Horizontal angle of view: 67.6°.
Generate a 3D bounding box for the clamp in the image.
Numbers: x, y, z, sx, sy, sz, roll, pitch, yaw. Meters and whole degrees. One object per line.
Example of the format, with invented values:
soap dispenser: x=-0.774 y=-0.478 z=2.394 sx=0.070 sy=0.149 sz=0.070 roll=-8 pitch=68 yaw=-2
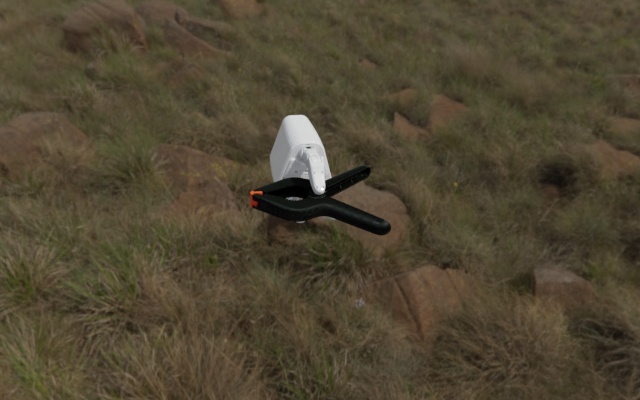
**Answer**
clamp: x=0.000 y=0.002 z=0.731 sx=0.210 sy=0.036 sz=0.164 roll=-5 pitch=37 yaw=-13
